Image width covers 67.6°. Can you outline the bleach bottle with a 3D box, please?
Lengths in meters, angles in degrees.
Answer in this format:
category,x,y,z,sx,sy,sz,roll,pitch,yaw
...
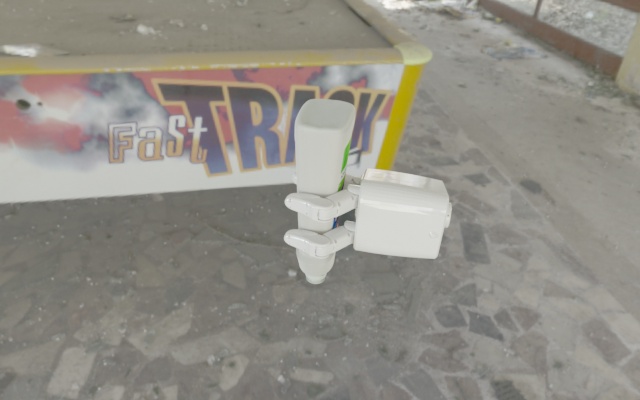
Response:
category,x,y,z,sx,sy,sz,roll,pitch,yaw
bleach bottle,0.000,0.002,0.632,0.068,0.251,0.102,8,33,7
